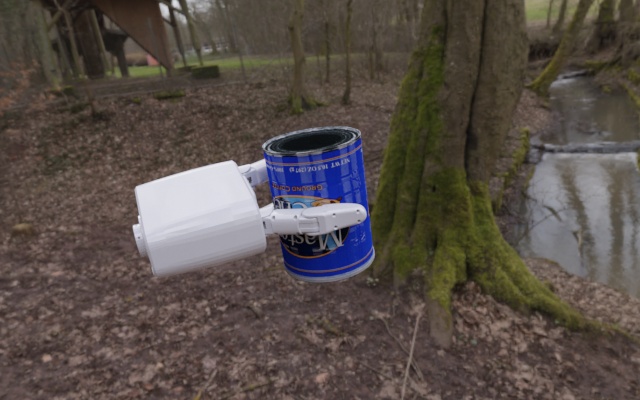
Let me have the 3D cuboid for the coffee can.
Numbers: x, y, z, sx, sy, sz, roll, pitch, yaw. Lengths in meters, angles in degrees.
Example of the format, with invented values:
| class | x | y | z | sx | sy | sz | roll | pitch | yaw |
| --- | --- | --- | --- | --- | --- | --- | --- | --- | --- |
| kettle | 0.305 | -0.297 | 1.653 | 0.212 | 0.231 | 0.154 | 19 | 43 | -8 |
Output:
| class | x | y | z | sx | sy | sz | roll | pitch | yaw |
| --- | --- | --- | --- | --- | --- | --- | --- | --- | --- |
| coffee can | 0.000 | 0.002 | 0.511 | 0.103 | 0.140 | 0.102 | -7 | 21 | 3 |
